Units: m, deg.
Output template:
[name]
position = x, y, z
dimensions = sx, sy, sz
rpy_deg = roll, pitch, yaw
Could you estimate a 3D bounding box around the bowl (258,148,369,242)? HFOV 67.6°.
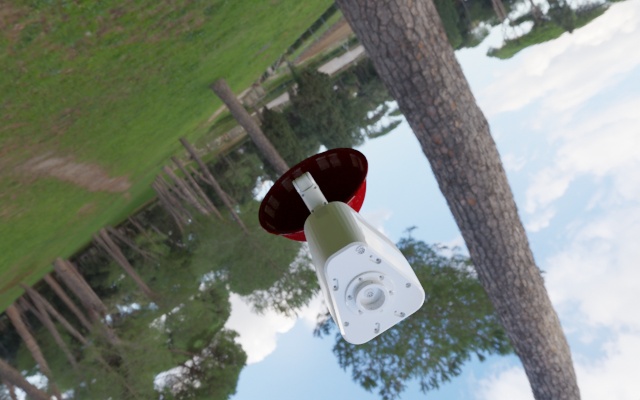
[bowl]
position = 0.000, 0.002, 0.630
dimensions = 0.162, 0.055, 0.162
rpy_deg = -23, 33, 16
